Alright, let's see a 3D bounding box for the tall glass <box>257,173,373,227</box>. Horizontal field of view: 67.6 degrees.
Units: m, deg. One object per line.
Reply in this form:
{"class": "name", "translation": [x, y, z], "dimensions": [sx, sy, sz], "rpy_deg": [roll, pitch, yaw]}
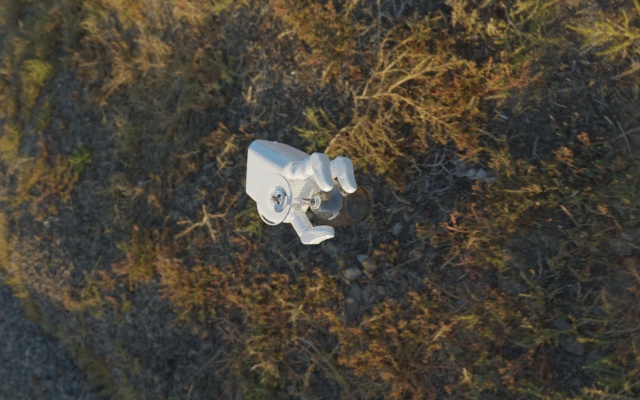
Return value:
{"class": "tall glass", "translation": [0.000, 0.003, 0.751], "dimensions": [0.079, 0.079, 0.201], "rpy_deg": [0, -3, 43]}
